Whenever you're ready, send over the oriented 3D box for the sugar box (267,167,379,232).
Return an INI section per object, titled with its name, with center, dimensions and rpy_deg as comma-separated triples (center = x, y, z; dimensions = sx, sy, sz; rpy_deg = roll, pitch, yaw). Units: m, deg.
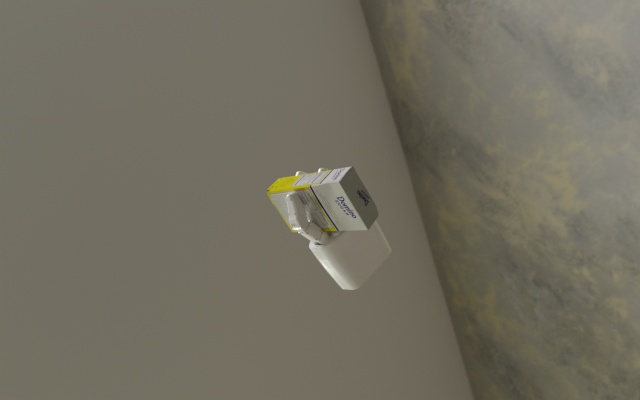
[sugar box]
center = 0.000, 0.002, 0.757
dimensions = 0.176, 0.093, 0.048
rpy_deg = -7, 34, 45
